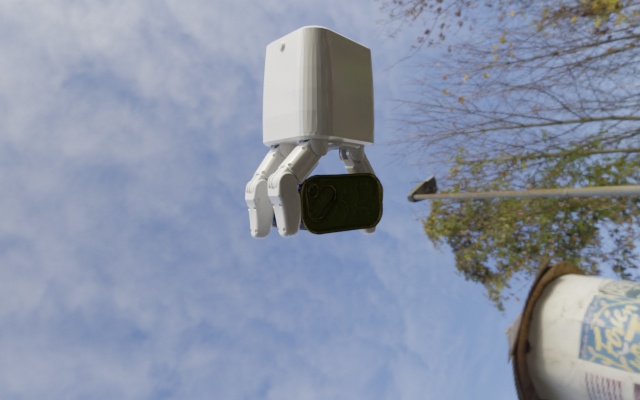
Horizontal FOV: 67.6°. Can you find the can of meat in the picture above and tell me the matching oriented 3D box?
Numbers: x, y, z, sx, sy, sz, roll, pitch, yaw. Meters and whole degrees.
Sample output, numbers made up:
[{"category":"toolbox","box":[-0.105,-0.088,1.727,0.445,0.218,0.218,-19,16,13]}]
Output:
[{"category":"can of meat","box":[0.000,0.002,0.504,0.102,0.057,0.084,-5,3,-36]}]
